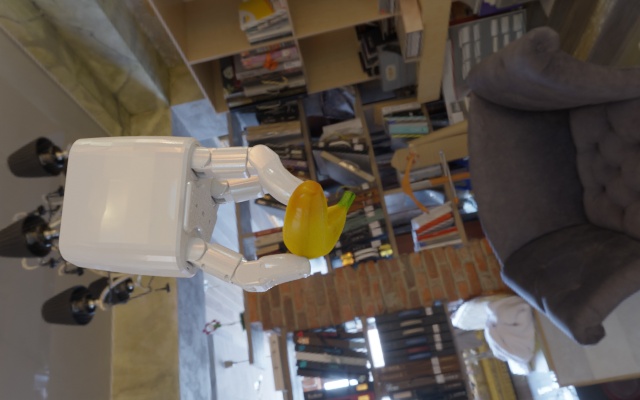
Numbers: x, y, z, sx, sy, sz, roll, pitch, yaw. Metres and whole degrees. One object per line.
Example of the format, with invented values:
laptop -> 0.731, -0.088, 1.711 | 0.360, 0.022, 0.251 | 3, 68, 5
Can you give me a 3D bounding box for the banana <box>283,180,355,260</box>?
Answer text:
banana -> -0.005, 0.019, 0.412 | 0.037, 0.069, 0.198 | 17, 3, 9
